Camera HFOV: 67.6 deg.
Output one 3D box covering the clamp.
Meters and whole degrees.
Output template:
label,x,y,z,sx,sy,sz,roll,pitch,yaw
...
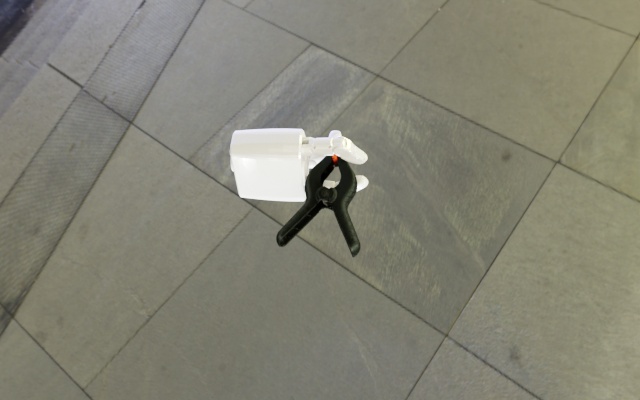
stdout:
label,x,y,z,sx,sy,sz,roll,pitch,yaw
clamp,0.000,0.002,0.699,0.120,0.171,0.039,2,-30,5
